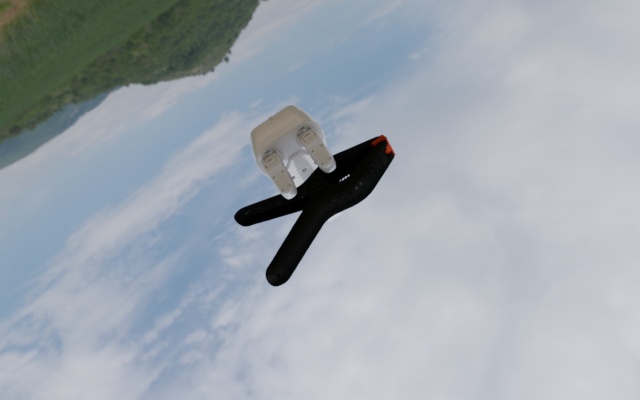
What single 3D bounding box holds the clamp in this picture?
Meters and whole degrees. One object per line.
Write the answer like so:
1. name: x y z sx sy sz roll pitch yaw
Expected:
1. clamp: 0.001 0.002 0.544 0.210 0.036 0.164 -33 32 1
